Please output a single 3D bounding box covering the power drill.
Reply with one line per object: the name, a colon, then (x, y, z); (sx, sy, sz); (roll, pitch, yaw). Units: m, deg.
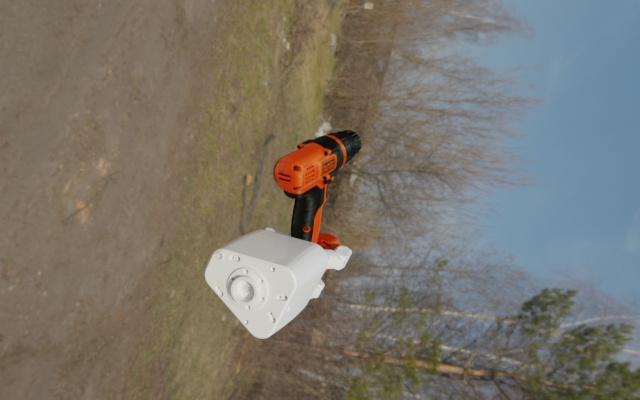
power drill: (0.000, 0.003, 0.669); (0.057, 0.188, 0.184); (15, 27, 29)
